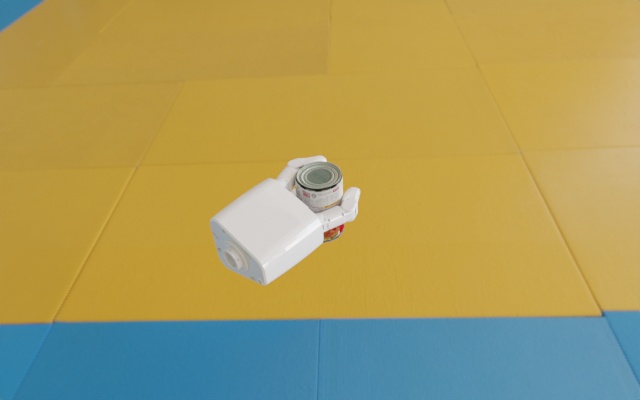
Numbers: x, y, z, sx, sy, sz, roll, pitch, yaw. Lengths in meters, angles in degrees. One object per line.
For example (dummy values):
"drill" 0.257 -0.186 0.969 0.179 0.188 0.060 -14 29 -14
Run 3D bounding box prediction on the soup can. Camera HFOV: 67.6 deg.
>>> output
"soup can" 0.001 0.002 0.700 0.068 0.102 0.068 -2 40 2
